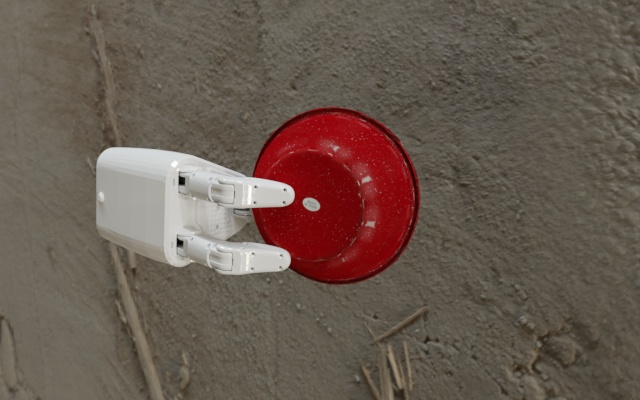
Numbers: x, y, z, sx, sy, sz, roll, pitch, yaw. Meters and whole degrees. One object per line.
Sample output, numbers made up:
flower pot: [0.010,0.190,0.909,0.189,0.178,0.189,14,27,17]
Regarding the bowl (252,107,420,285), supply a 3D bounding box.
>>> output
bowl: [0.001,0.001,0.407,0.162,0.162,0.055,0,8,20]
